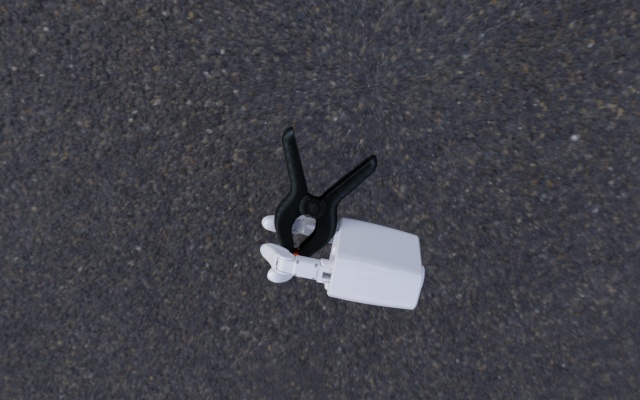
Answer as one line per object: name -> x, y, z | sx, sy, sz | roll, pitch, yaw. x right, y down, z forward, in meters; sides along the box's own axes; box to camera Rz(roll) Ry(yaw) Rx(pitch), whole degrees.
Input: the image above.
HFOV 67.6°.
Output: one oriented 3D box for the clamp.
clamp -> 0.000, 0.002, 0.594 | 0.120, 0.171, 0.039 | 11, 14, -1
